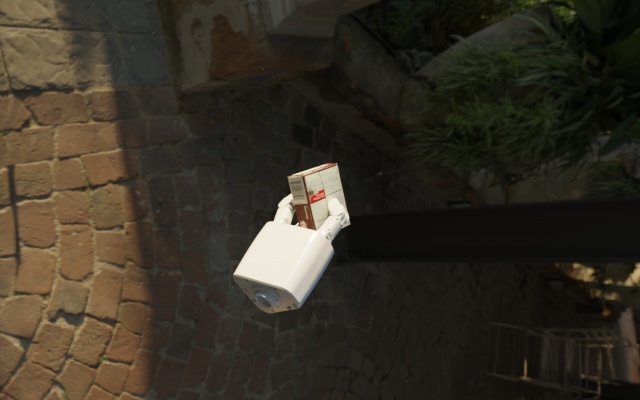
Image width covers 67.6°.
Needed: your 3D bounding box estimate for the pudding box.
[{"bbox_3d":[0.000,0.003,0.789,0.039,0.113,0.090,-2,14,42],"label":"pudding box"}]
